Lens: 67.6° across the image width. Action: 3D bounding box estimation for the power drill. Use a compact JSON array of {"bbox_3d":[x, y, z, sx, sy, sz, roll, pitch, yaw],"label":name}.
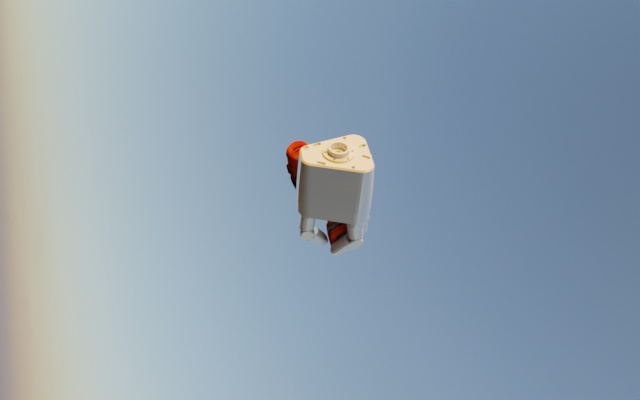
[{"bbox_3d":[0.000,0.003,0.870,0.057,0.187,0.184,-30,-24,-7],"label":"power drill"}]
